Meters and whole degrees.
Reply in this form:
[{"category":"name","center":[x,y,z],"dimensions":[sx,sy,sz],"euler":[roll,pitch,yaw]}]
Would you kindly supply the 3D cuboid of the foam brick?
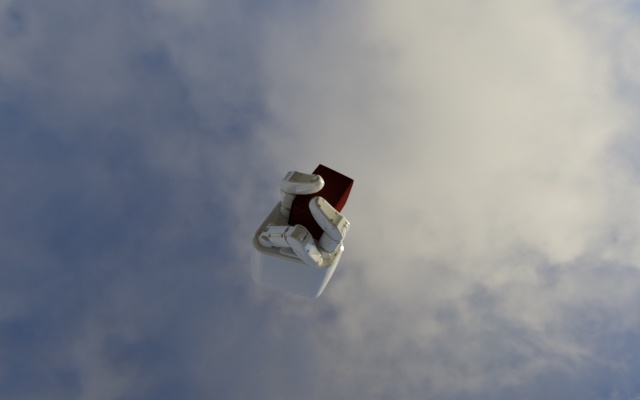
[{"category":"foam brick","center":[0.000,0.002,0.621],"dimensions":[0.053,0.078,0.051],"euler":[28,-36,10]}]
